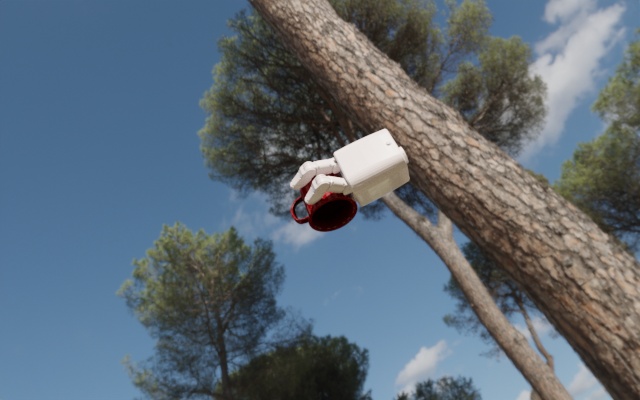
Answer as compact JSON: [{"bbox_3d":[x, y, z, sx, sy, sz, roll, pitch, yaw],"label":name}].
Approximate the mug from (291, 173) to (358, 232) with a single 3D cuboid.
[{"bbox_3d":[-0.001,0.003,0.879,0.117,0.081,0.093,-26,-38,4],"label":"mug"}]
